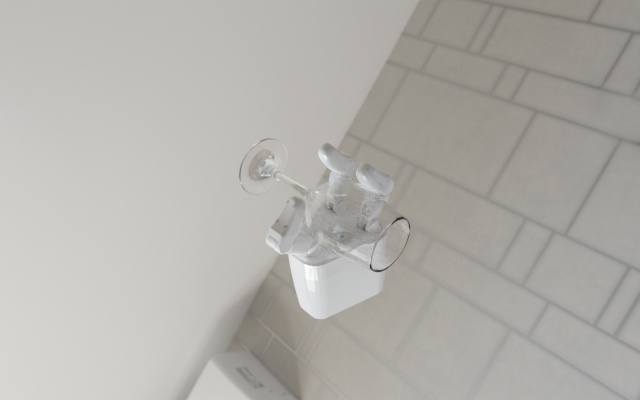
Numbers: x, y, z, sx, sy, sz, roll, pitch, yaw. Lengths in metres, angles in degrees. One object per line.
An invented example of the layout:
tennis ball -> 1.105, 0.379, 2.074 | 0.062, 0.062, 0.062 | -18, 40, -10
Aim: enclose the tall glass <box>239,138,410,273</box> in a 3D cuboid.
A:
tall glass -> 0.000, 0.001, 0.525 | 0.201, 0.079, 0.079 | 32, 20, 35
